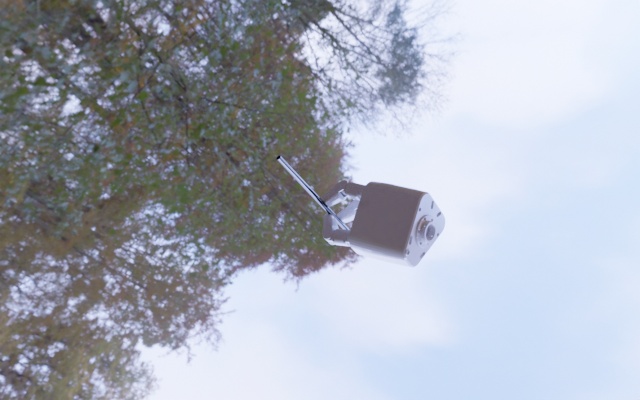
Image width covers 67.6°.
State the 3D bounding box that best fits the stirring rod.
[{"bbox_3d":[0.000,0.003,0.794,0.011,0.011,0.240,0,-34,39],"label":"stirring rod"}]
